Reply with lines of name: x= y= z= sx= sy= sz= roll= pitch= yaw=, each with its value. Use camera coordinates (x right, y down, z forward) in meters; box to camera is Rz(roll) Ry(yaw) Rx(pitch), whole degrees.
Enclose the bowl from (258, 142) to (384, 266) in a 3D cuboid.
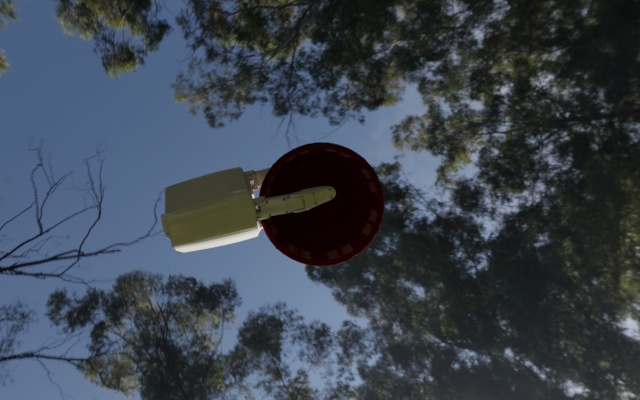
bowl: x=0.001 y=0.002 z=0.634 sx=0.162 sy=0.162 sz=0.055 roll=0 pitch=11 yaw=-3
